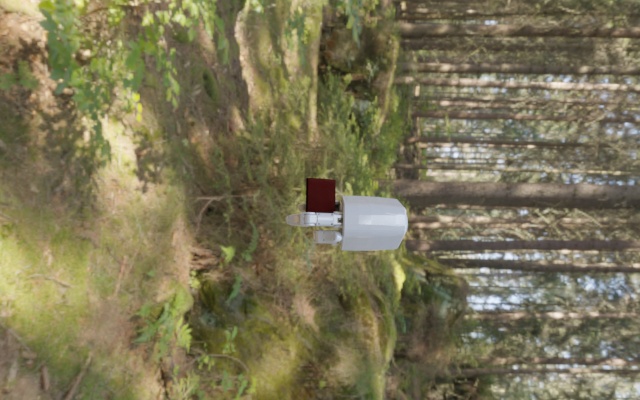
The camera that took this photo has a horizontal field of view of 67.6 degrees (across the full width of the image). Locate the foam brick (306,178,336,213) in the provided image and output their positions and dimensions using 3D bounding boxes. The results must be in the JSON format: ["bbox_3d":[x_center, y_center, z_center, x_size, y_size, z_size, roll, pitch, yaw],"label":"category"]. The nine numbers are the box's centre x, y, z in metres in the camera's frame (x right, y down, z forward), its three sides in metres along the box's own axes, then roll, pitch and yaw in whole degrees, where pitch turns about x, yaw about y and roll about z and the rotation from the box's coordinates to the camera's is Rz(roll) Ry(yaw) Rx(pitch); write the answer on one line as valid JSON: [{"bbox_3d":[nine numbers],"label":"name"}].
[{"bbox_3d":[0.000,0.002,0.841,0.051,0.078,0.053,1,-6,0],"label":"foam brick"}]
